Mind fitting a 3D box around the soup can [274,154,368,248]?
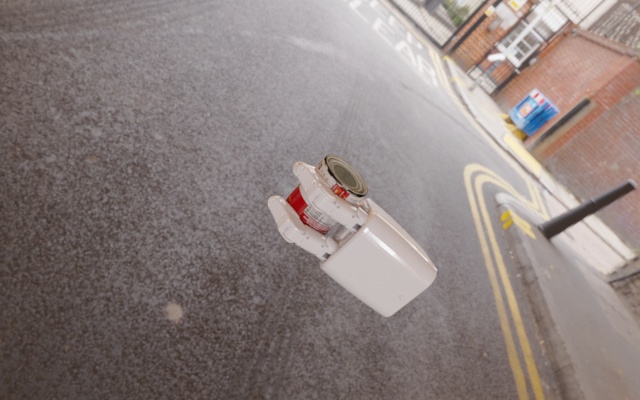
[{"bbox_3d":[0.000,0.001,0.582,0.102,0.068,0.068,-46,-24,26],"label":"soup can"}]
